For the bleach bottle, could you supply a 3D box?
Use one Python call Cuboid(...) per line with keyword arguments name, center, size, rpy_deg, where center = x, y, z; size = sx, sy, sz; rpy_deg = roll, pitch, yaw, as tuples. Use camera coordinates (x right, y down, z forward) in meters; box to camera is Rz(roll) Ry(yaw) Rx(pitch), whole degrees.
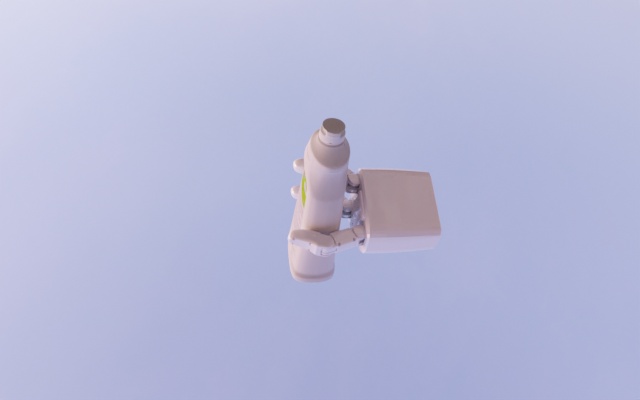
Cuboid(name="bleach bottle", center=(0.000, 0.002, 0.643), size=(0.068, 0.102, 0.251), rpy_deg=(-1, -41, -11))
